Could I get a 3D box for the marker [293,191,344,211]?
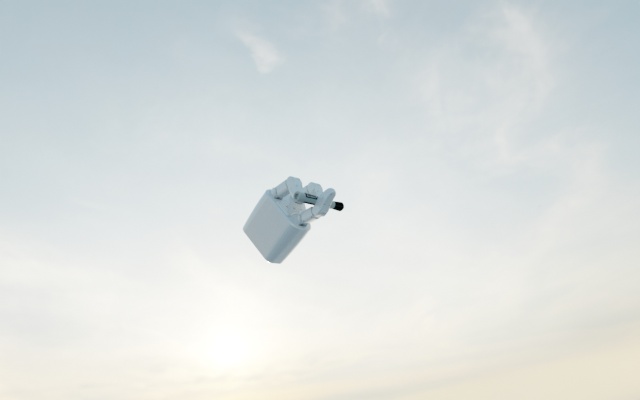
[{"bbox_3d":[0.000,0.003,0.896,0.121,0.020,0.020,14,-10,-42],"label":"marker"}]
